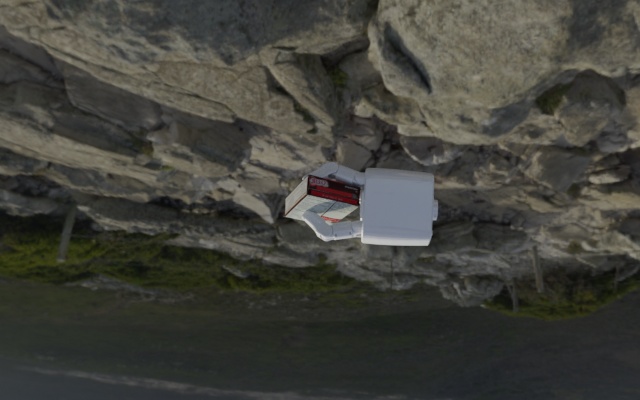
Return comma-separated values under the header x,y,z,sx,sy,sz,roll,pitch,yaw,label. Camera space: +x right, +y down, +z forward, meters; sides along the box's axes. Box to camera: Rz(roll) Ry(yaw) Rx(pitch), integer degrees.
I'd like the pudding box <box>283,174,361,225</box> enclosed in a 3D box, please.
x,y,z,sx,sy,sz,roll,pitch,yaw,label
0.000,0.003,0.768,0.090,0.039,0.113,14,-27,-19,pudding box
